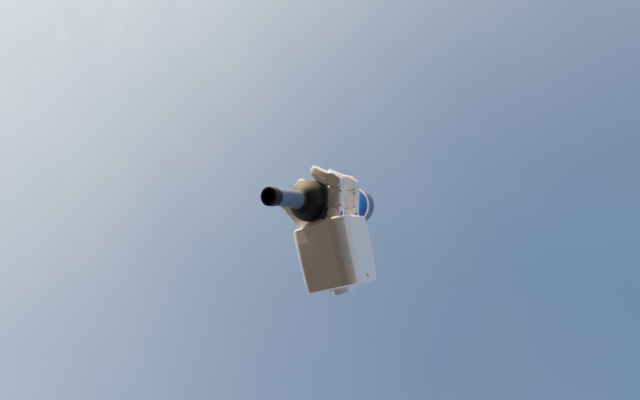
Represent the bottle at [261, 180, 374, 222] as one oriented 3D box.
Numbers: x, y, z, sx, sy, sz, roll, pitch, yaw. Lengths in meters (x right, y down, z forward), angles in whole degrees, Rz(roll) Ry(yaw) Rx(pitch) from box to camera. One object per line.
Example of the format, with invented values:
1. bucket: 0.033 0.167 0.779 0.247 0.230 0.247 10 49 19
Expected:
1. bottle: 0.000 0.002 0.779 0.069 0.069 0.296 0 -3 29
